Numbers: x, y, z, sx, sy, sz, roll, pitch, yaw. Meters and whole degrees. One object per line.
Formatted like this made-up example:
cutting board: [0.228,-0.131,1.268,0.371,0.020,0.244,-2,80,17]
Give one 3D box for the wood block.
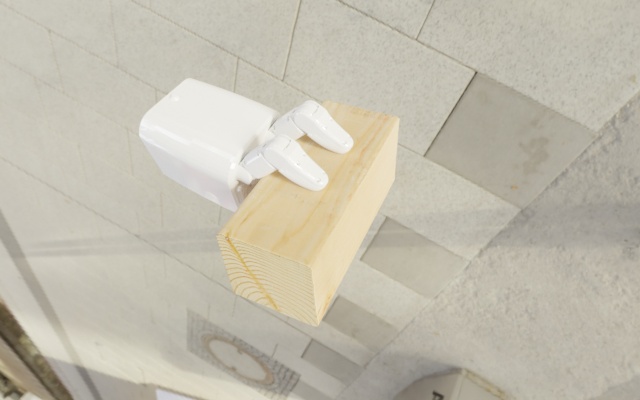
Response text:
wood block: [0.000,0.002,0.467,0.090,0.091,0.206,18,50,19]
